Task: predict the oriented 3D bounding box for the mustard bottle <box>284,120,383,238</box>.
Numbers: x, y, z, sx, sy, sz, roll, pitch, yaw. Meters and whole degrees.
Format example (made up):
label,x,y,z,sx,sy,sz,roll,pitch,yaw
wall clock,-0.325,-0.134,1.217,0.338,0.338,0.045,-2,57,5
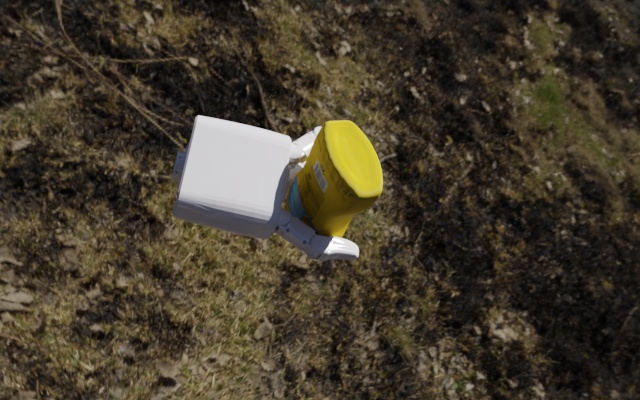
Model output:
label,x,y,z,sx,sy,sz,roll,pitch,yaw
mustard bottle,0.000,0.002,0.552,0.058,0.096,0.192,-9,-26,-29
